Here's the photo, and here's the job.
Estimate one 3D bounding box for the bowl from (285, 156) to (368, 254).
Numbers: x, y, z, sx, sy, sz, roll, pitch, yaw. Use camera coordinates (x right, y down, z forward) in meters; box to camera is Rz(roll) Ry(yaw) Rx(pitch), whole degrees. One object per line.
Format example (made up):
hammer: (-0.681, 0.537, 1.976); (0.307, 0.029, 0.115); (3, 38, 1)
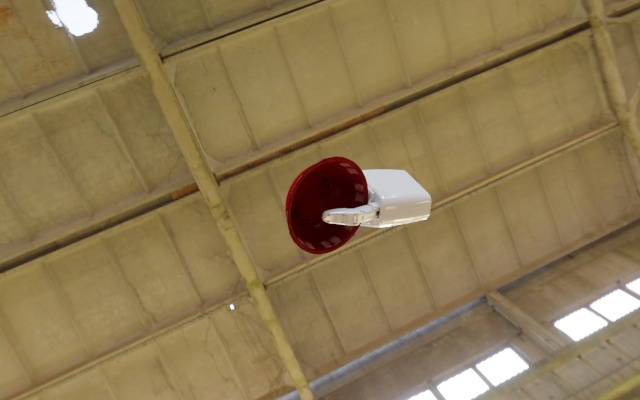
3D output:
bowl: (-0.001, 0.002, 0.771); (0.162, 0.162, 0.055); (0, 17, -39)
